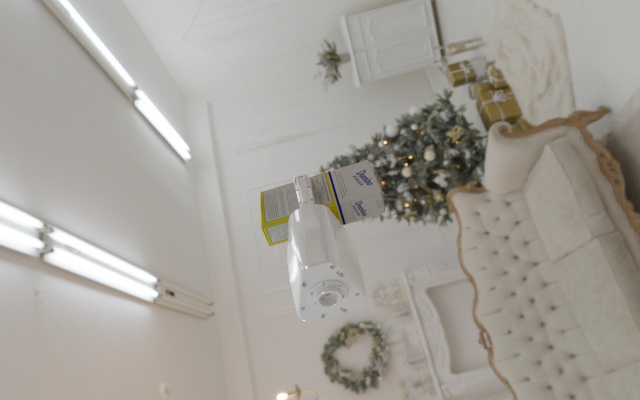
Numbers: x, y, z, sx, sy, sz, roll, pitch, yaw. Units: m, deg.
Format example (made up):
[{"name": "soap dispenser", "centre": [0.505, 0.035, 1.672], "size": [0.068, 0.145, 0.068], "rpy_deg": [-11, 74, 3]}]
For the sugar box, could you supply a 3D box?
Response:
[{"name": "sugar box", "centre": [0.000, 0.003, 0.708], "size": [0.176, 0.048, 0.093], "rpy_deg": [-14, 37, 1]}]
